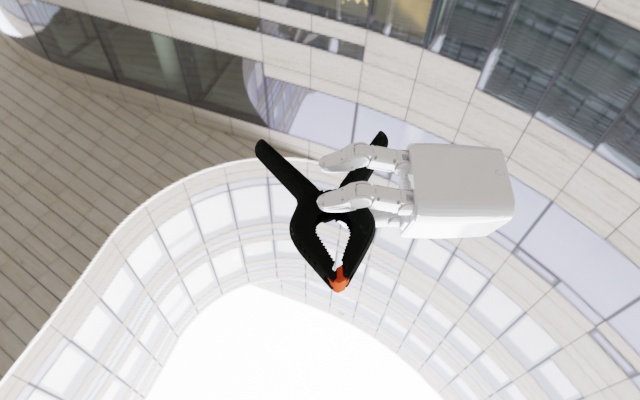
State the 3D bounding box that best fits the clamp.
[{"bbox_3d":[0.000,0.003,0.544,0.164,0.209,0.036,1,-34,1],"label":"clamp"}]
